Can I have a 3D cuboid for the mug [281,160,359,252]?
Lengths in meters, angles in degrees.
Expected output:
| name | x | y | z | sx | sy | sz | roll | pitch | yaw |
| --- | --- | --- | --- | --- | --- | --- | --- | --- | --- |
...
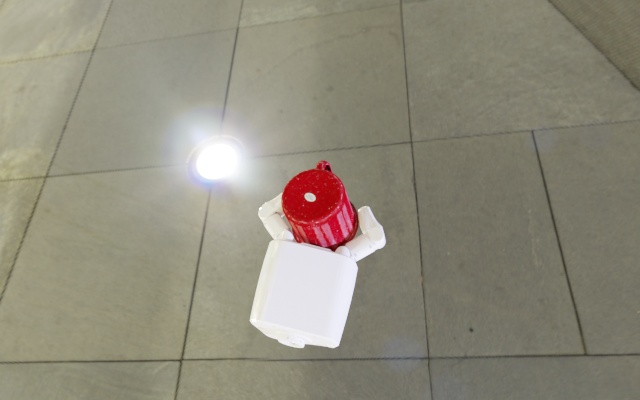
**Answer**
| name | x | y | z | sx | sy | sz | roll | pitch | yaw |
| --- | --- | --- | --- | --- | --- | --- | --- | --- | --- |
| mug | 0.000 | 0.001 | 0.619 | 0.093 | 0.117 | 0.081 | 4 | -27 | 15 |
